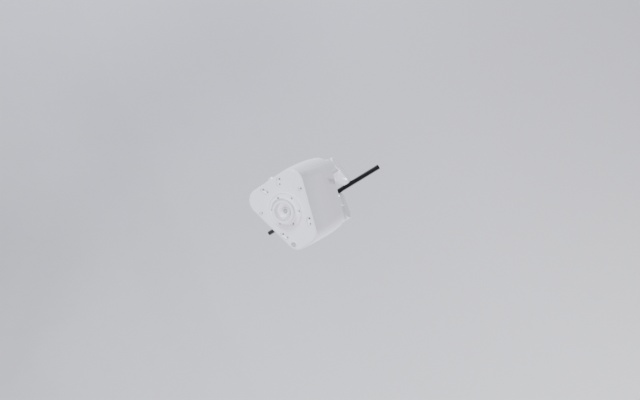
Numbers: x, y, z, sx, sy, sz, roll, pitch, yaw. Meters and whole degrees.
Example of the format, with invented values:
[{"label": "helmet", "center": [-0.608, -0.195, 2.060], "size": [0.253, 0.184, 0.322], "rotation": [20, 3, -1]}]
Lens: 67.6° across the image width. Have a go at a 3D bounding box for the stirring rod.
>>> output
[{"label": "stirring rod", "center": [0.000, 0.003, 0.822], "size": [0.239, 0.011, 0.011], "rotation": [-31, -14, 24]}]
